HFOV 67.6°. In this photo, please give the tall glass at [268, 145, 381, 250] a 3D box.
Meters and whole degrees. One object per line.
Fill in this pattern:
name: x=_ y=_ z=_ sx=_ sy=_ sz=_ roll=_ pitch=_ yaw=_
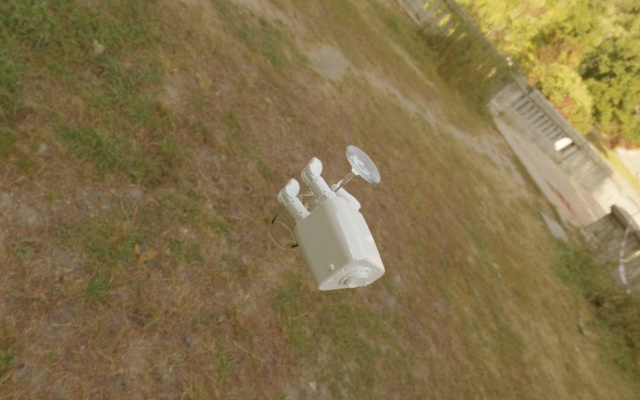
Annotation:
tall glass: x=0.001 y=0.002 z=0.778 sx=0.201 sy=0.079 sz=0.079 roll=-41 pitch=-22 yaw=28
